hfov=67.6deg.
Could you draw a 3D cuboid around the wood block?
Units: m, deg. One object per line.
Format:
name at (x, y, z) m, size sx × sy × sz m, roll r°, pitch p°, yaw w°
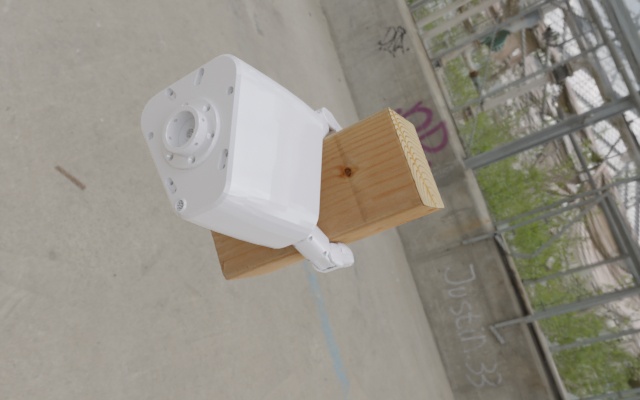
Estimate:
wood block at (0.000, 0.002, 0.467) m, size 0.206 × 0.091 × 0.090 m, roll -23°, pitch -12°, yaw 23°
